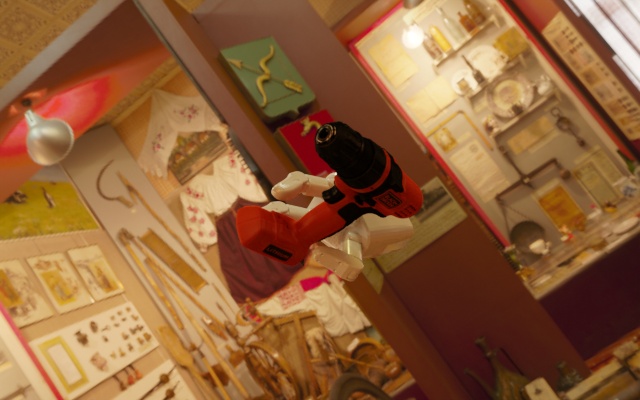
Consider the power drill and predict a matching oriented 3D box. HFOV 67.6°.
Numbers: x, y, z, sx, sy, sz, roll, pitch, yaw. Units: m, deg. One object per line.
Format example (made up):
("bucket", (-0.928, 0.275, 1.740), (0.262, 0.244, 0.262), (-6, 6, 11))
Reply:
("power drill", (0.000, 0.002, 0.525), (0.188, 0.057, 0.184), (-27, -37, 25))
